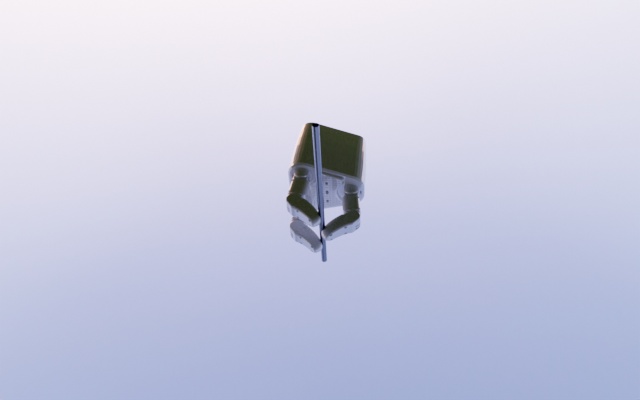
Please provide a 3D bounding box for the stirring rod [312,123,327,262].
[{"bbox_3d":[0.000,0.002,0.604,0.011,0.011,0.240,0,-44,4],"label":"stirring rod"}]
